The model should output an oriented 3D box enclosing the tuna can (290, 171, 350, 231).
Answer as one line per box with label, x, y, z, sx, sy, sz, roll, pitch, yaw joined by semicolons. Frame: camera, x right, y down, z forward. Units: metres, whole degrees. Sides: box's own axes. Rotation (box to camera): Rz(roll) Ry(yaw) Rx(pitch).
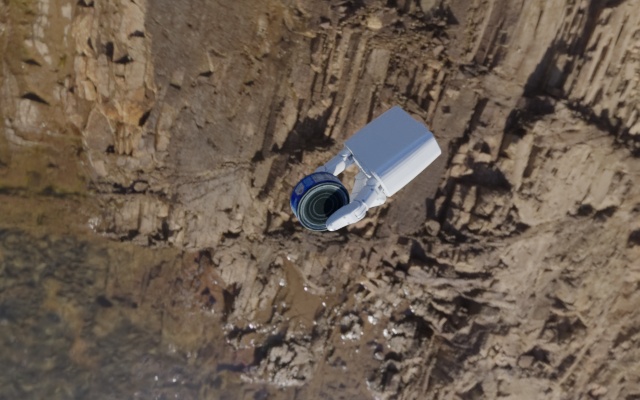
tuna can;0.000;0.003;0.711;0.086;0.086;0.033;0;30;-23
